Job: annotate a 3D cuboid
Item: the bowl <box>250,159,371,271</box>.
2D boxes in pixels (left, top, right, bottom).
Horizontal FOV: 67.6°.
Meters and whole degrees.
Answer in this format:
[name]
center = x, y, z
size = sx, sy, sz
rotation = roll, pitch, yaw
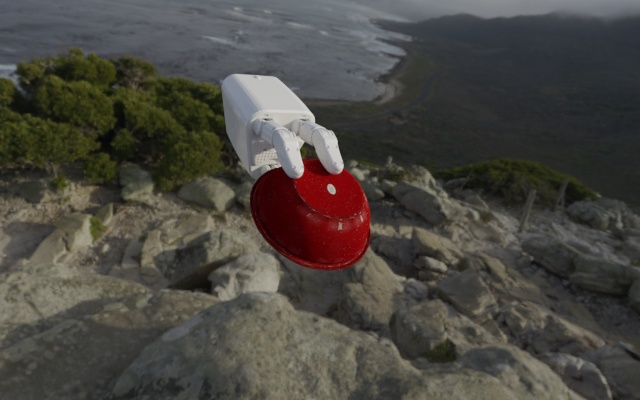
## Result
[bowl]
center = 0.001, 0.003, 0.573
size = 0.162, 0.162, 0.055
rotation = 0, -38, -31
